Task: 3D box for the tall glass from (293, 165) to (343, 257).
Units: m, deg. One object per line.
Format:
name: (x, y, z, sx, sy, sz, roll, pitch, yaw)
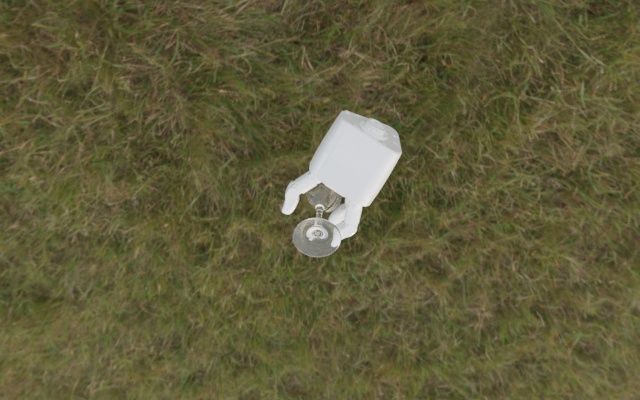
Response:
tall glass: (0.000, 0.003, 0.807, 0.079, 0.079, 0.201, 0, 33, 4)
